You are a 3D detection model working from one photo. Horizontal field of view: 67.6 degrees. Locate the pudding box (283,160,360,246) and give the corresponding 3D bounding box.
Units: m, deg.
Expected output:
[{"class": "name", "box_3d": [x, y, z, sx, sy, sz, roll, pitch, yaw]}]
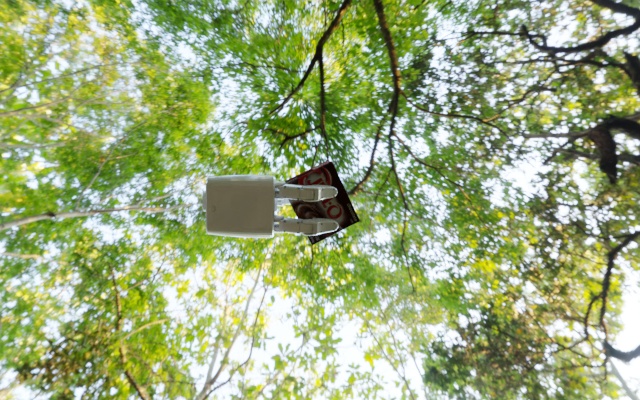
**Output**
[{"class": "pudding box", "box_3d": [0.000, 0.003, 0.781, 0.090, 0.113, 0.039, -27, 15, -1]}]
